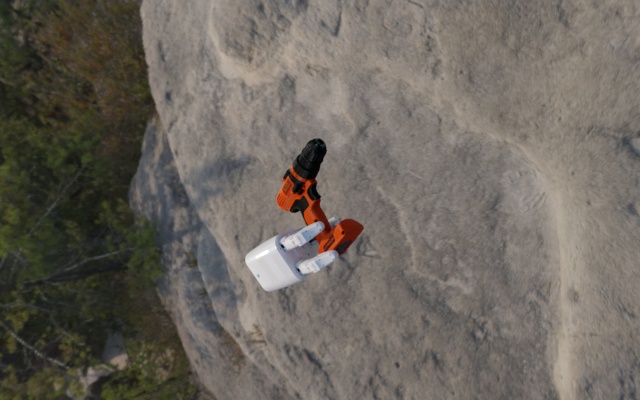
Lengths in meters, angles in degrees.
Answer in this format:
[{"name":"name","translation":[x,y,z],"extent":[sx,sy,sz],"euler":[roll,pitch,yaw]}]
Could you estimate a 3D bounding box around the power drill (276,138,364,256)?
[{"name":"power drill","translation":[0.000,0.003,0.888],"extent":[0.057,0.187,0.184],"euler":[-15,-30,-37]}]
